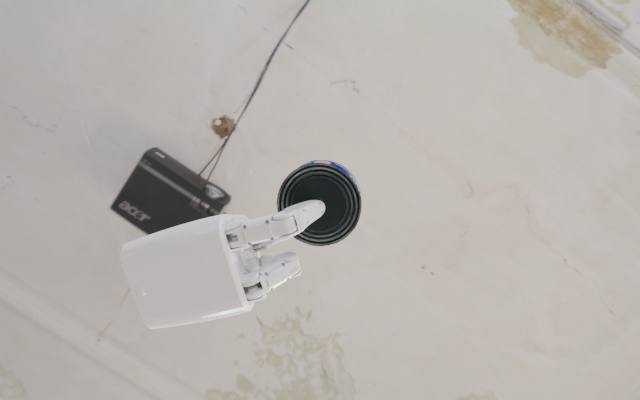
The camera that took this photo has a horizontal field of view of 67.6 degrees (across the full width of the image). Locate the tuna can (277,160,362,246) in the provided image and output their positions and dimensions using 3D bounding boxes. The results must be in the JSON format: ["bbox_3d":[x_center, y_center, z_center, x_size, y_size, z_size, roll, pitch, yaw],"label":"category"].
[{"bbox_3d":[0.000,0.001,0.494,0.086,0.086,0.033,0,12,7],"label":"tuna can"}]
